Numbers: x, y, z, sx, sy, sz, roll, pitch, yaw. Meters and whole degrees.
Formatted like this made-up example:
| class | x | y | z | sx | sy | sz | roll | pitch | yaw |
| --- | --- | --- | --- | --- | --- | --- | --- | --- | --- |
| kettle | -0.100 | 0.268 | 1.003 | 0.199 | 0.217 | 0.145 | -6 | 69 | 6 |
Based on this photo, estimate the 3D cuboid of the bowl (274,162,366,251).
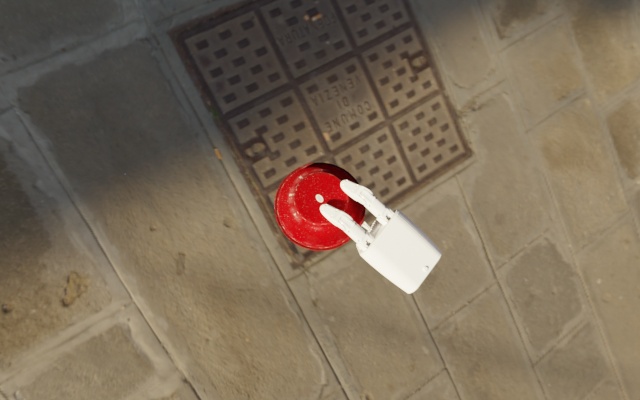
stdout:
| class | x | y | z | sx | sy | sz | roll | pitch | yaw |
| --- | --- | --- | --- | --- | --- | --- | --- | --- | --- |
| bowl | -0.001 | 0.002 | 0.820 | 0.162 | 0.162 | 0.055 | 0 | -15 | -2 |
